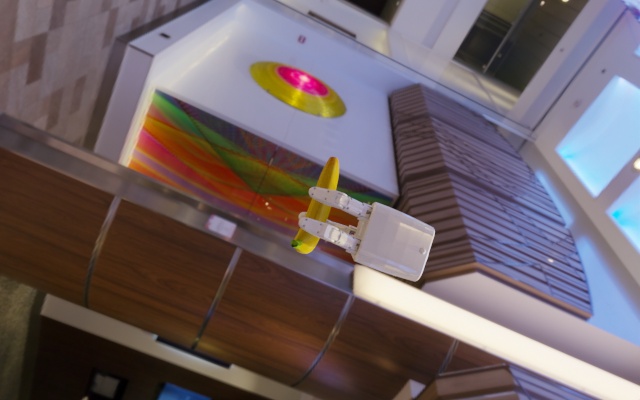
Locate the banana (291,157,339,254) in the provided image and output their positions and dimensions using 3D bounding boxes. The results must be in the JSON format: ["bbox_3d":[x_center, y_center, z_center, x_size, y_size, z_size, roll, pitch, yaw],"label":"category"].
[{"bbox_3d":[-0.004,0.016,0.781,0.037,0.197,0.070,19,-37,3],"label":"banana"}]
